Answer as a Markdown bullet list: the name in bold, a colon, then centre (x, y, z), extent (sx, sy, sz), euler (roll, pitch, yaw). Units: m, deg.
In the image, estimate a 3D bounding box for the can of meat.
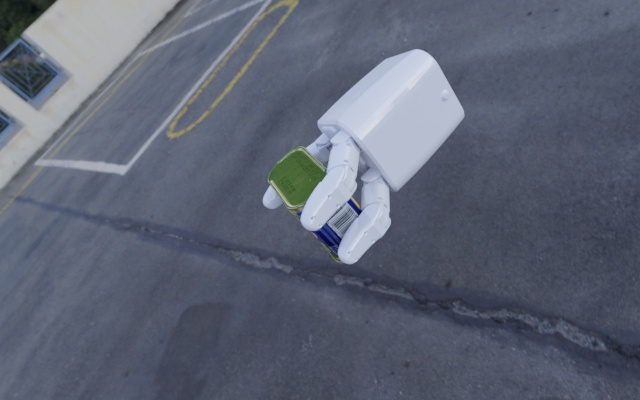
- **can of meat**: centre (0.000, 0.001, 0.476), extent (0.084, 0.057, 0.102), euler (48, 0, -34)
